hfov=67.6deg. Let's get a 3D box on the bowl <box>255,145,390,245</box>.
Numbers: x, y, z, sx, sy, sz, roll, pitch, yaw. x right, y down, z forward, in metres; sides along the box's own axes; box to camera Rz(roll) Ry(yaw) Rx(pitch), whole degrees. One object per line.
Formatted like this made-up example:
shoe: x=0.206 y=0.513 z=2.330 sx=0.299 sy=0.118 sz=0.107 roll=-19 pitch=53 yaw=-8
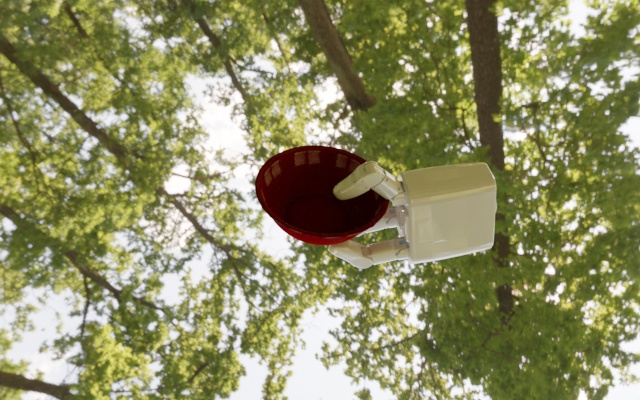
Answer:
bowl: x=-0.001 y=0.002 z=0.587 sx=0.162 sy=0.055 sz=0.162 roll=5 pitch=44 yaw=-5
